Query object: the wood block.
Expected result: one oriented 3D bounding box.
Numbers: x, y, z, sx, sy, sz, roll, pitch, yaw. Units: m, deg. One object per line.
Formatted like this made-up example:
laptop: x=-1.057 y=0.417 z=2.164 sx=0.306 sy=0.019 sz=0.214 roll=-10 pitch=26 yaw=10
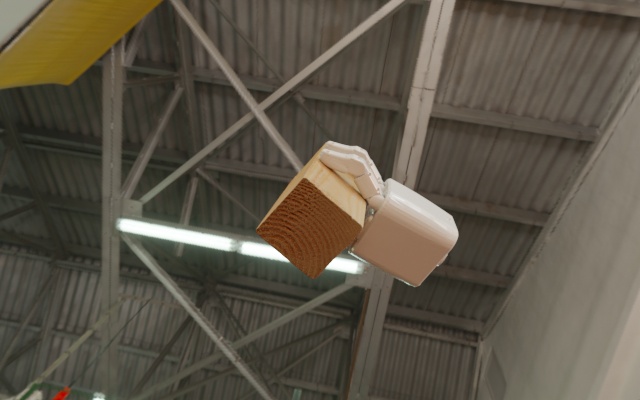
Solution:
wood block: x=0.000 y=0.002 z=0.625 sx=0.090 sy=0.091 sz=0.206 roll=40 pitch=18 yaw=-6
